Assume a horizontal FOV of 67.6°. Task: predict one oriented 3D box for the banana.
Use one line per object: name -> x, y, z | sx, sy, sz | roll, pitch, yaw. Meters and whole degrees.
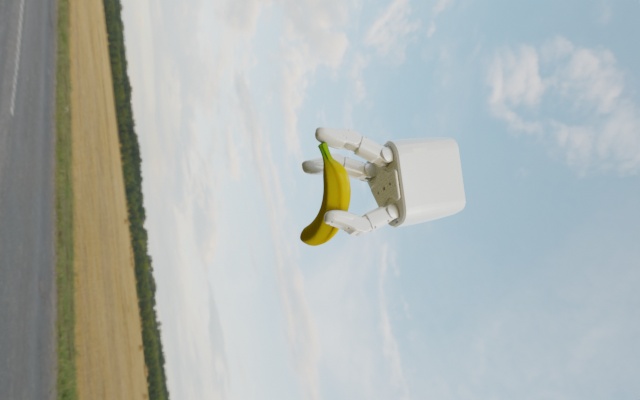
banana -> 0.008, 0.013, 0.664 | 0.037, 0.069, 0.198 | -10, -40, -23
